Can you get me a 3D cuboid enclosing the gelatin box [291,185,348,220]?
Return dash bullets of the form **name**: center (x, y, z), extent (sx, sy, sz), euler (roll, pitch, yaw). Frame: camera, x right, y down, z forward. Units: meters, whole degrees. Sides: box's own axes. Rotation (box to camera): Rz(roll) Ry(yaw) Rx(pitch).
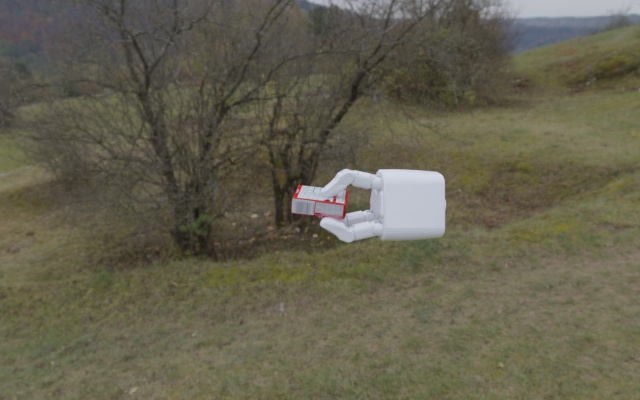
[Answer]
- **gelatin box**: center (0.000, 0.002, 0.795), extent (0.089, 0.030, 0.073), euler (7, 19, 3)
